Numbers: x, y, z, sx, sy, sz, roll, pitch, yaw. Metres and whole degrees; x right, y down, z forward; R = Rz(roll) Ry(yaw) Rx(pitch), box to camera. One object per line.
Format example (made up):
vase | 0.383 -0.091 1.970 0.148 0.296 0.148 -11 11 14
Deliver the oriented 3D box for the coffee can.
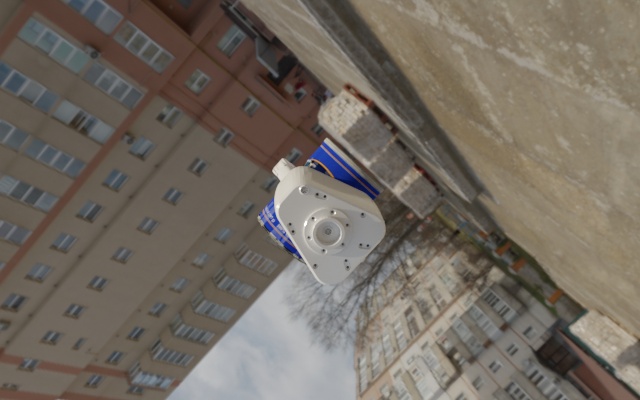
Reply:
coffee can | 0.000 0.002 0.638 0.103 0.140 0.103 42 6 -5
